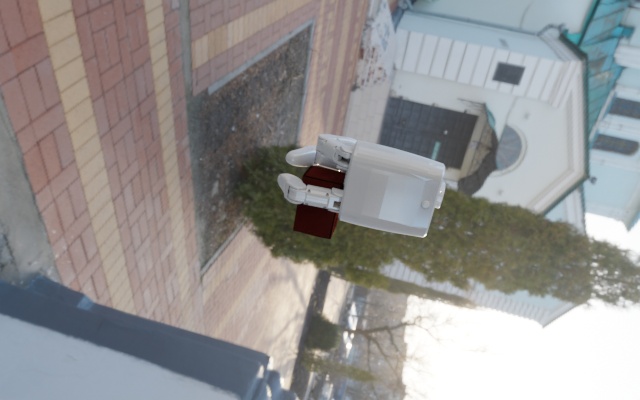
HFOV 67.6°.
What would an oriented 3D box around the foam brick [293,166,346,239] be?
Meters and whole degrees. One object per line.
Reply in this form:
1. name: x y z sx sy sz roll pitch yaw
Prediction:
1. foam brick: 0.000 0.002 0.615 0.051 0.078 0.053 14 21 6
